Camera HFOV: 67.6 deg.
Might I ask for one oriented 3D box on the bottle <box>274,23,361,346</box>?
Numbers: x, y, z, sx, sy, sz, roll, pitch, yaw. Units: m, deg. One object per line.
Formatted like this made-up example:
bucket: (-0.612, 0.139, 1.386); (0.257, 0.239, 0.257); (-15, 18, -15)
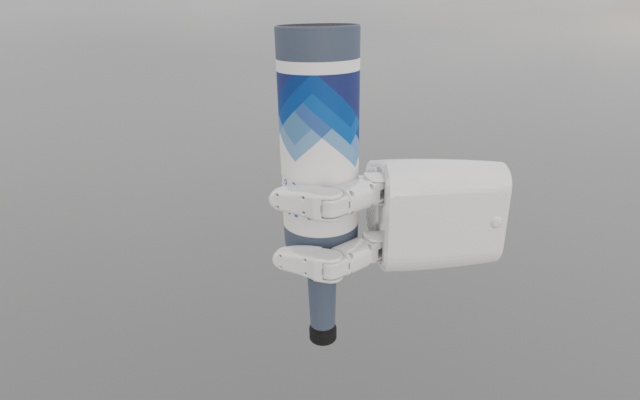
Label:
bottle: (0.000, 0.001, 0.422); (0.069, 0.296, 0.069); (-1, 22, 0)
